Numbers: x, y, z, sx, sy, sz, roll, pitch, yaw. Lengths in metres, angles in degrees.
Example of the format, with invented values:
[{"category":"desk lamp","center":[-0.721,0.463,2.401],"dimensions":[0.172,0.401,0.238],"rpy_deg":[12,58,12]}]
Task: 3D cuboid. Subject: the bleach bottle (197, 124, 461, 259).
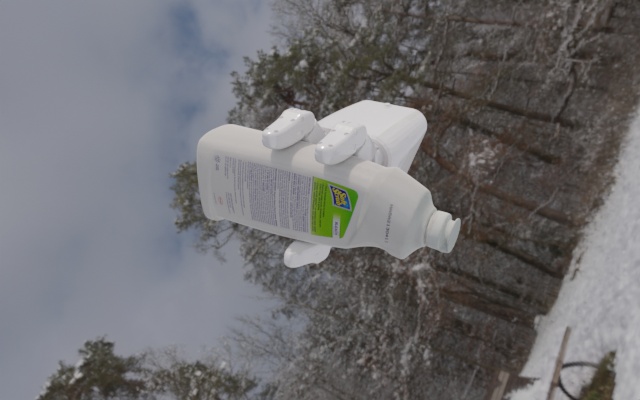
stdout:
[{"category":"bleach bottle","center":[0.000,0.001,0.440],"dimensions":[0.251,0.103,0.068],"rpy_deg":[18,34,27]}]
